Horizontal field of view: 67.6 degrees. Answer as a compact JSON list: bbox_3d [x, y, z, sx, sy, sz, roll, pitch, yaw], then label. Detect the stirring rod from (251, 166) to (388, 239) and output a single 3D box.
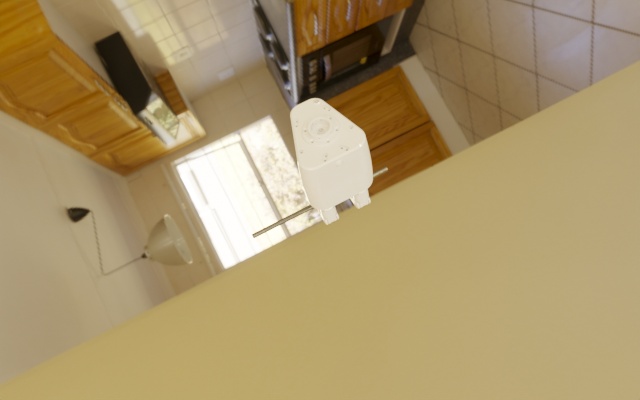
[{"bbox_3d":[0.000,0.002,0.761,0.239,0.011,0.011,-27,2,-5],"label":"stirring rod"}]
